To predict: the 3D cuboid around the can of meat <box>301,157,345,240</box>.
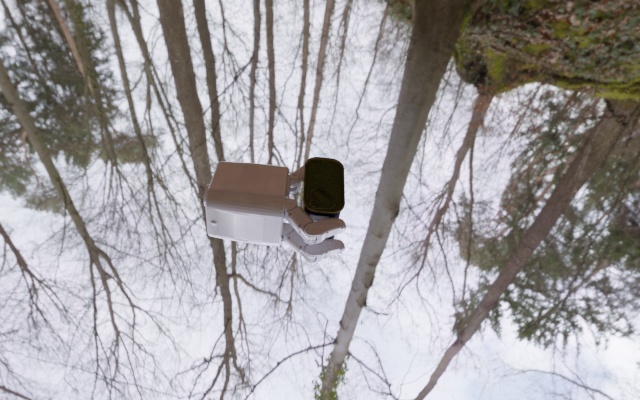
[{"bbox_3d":[0.000,0.002,0.695,0.057,0.102,0.084,5,-40,-6],"label":"can of meat"}]
